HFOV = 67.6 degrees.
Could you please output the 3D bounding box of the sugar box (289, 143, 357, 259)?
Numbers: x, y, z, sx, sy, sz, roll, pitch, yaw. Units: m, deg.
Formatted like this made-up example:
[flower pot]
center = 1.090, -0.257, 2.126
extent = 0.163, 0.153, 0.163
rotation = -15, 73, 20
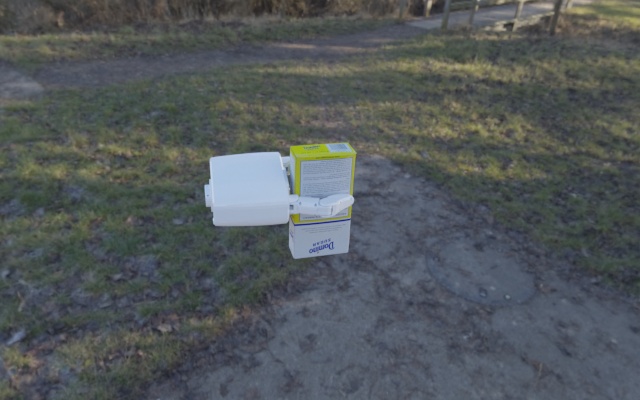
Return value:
[sugar box]
center = 0.000, 0.002, 0.732
extent = 0.093, 0.176, 0.048
rotation = -5, 32, -15
